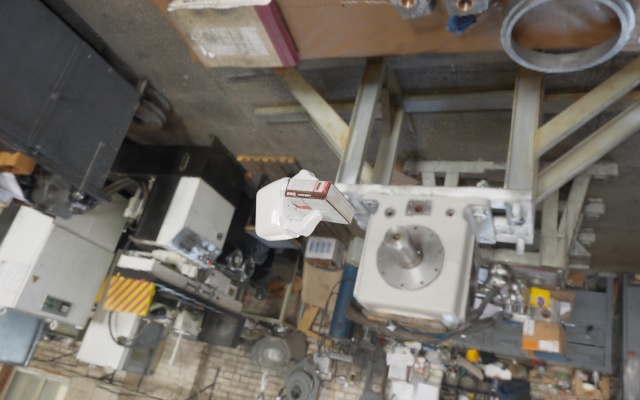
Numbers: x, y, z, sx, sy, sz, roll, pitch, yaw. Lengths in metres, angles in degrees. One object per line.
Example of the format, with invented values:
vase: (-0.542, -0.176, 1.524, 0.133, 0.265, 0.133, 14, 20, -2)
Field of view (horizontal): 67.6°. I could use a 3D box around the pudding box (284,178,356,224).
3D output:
pudding box: (0.000, 0.003, 0.862, 0.090, 0.039, 0.113, 4, -22, 30)
